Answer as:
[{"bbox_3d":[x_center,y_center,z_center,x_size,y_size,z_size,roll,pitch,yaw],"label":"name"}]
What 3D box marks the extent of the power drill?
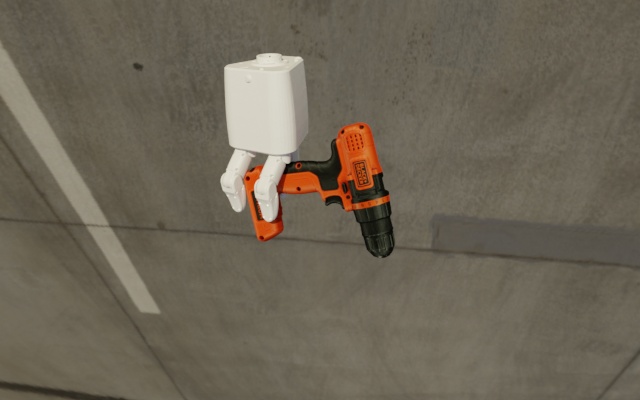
[{"bbox_3d":[0.000,0.002,0.656,0.187,0.184,0.057,-13,2,11],"label":"power drill"}]
